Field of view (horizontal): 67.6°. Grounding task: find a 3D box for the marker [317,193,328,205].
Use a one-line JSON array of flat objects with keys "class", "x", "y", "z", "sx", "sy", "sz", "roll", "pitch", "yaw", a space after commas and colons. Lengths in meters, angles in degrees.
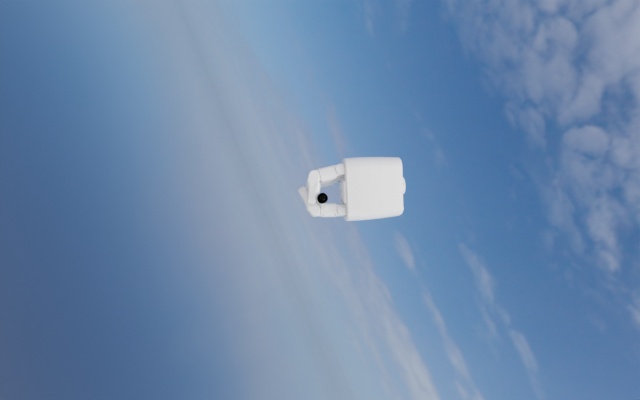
[{"class": "marker", "x": 0.000, "y": 0.003, "z": 0.892, "sx": 0.020, "sy": 0.020, "sz": 0.121, "roll": 0, "pitch": -8, "yaw": -4}]
